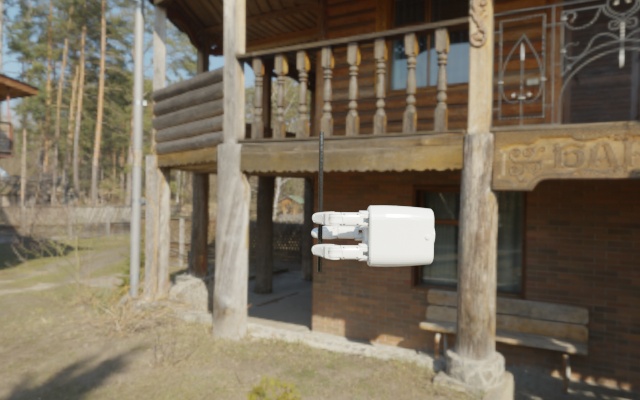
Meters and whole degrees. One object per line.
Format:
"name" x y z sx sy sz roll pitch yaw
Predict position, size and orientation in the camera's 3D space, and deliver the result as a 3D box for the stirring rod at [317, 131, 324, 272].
"stirring rod" 0.000 0.003 0.819 0.011 0.239 0.011 1 1 0
